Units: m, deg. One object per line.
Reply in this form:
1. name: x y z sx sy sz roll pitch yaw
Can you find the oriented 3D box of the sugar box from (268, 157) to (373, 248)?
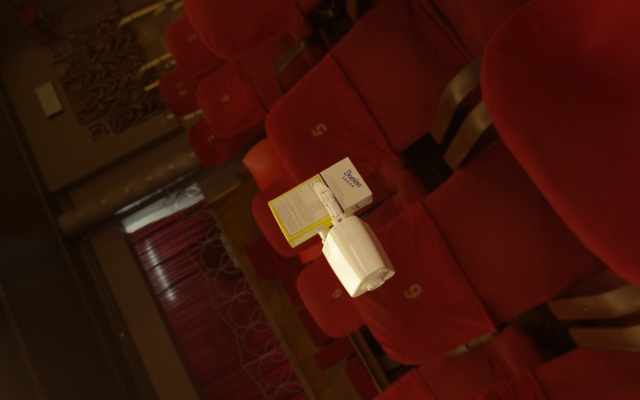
1. sugar box: 0.000 0.003 0.893 0.176 0.093 0.048 -28 -23 -6
